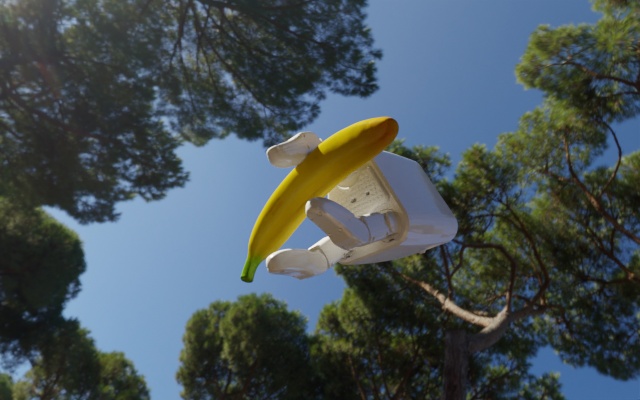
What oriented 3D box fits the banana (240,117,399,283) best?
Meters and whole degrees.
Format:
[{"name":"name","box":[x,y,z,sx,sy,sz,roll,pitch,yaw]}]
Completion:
[{"name":"banana","box":[-0.006,-0.008,0.421,0.037,0.198,0.069,26,28,-32]}]
